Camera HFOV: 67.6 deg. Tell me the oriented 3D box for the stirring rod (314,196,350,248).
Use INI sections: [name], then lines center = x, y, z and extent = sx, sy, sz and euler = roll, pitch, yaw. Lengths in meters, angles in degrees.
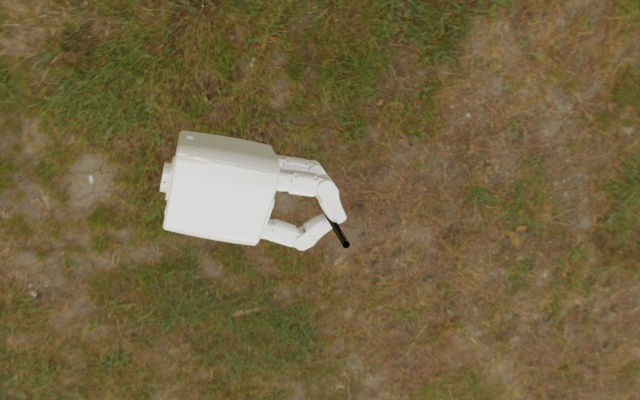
[stirring rod]
center = 0.000, 0.002, 0.604
extent = 0.011, 0.011, 0.239
euler = 0, 22, -14
